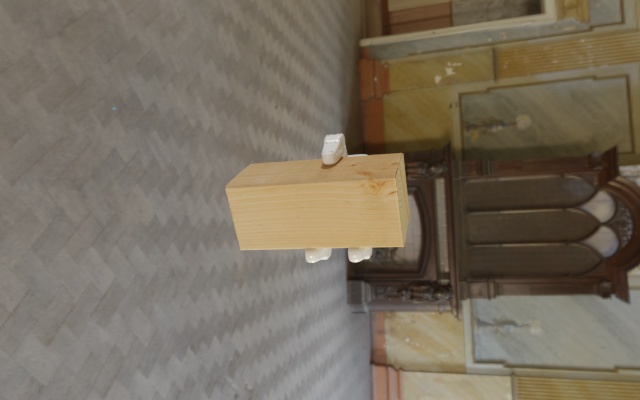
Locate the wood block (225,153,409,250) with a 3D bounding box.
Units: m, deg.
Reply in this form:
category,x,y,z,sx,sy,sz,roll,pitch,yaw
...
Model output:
category,x,y,z,sx,sy,sz,roll,pitch,yaw
wood block,0.000,0.002,0.597,0.206,0.091,0.090,-3,22,16
